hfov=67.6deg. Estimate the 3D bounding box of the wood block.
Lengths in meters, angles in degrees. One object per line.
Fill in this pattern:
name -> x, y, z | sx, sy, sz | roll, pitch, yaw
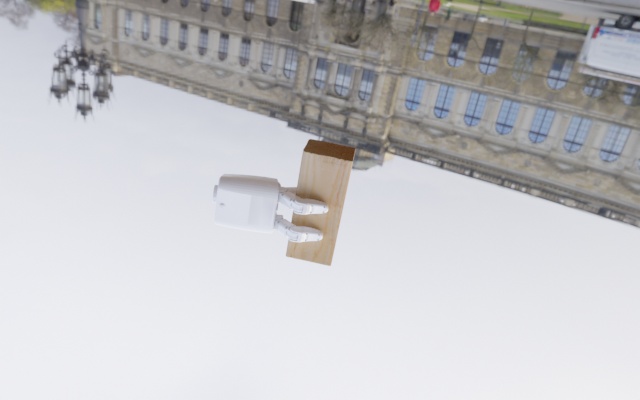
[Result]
wood block -> 0.000, 0.003, 0.882 | 0.090, 0.206, 0.090 | 12, 23, 2
